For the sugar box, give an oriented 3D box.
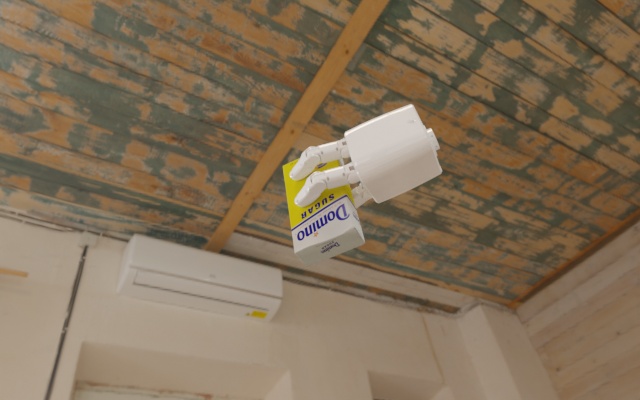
[{"bbox_3d":[0.000,0.002,0.702,0.093,0.176,0.048,-24,-46,12],"label":"sugar box"}]
